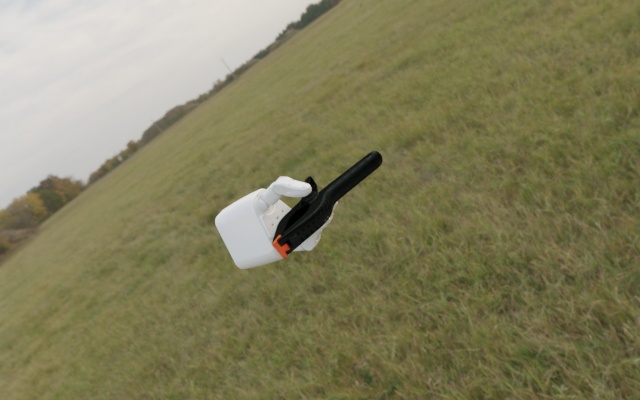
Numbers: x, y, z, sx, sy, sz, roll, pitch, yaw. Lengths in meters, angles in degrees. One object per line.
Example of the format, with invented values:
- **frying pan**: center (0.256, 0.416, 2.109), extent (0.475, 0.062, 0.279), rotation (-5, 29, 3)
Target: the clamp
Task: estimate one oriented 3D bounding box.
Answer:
- **clamp**: center (-0.001, 0.002, 0.706), extent (0.164, 0.036, 0.210), rotation (-23, 22, 39)
